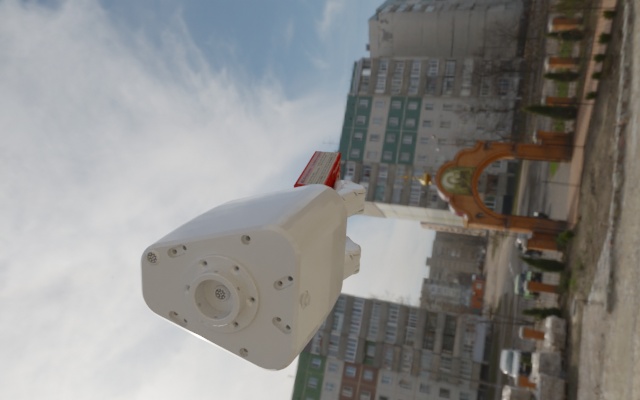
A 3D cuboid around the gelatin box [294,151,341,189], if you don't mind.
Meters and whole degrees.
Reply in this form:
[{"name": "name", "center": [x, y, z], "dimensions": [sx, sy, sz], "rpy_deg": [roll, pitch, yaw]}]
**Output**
[{"name": "gelatin box", "center": [0.000, 0.001, 0.460], "dimensions": [0.030, 0.073, 0.089], "rpy_deg": [4, 27, 10]}]
